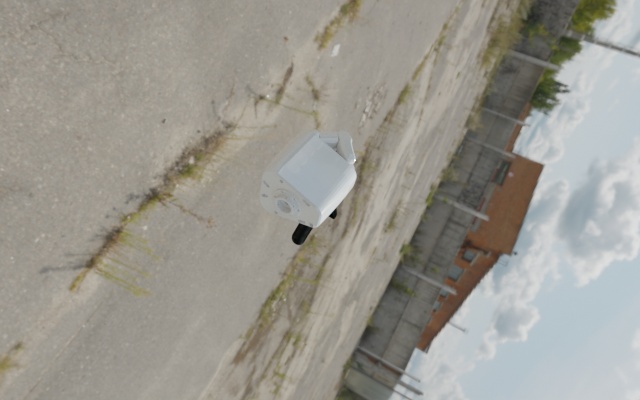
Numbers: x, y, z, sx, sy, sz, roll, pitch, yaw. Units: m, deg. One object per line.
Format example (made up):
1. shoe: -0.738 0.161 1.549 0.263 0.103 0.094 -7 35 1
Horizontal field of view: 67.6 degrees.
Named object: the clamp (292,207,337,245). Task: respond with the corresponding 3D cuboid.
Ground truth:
1. clamp: 0.001 0.003 0.828 0.039 0.172 0.120 29 50 17
